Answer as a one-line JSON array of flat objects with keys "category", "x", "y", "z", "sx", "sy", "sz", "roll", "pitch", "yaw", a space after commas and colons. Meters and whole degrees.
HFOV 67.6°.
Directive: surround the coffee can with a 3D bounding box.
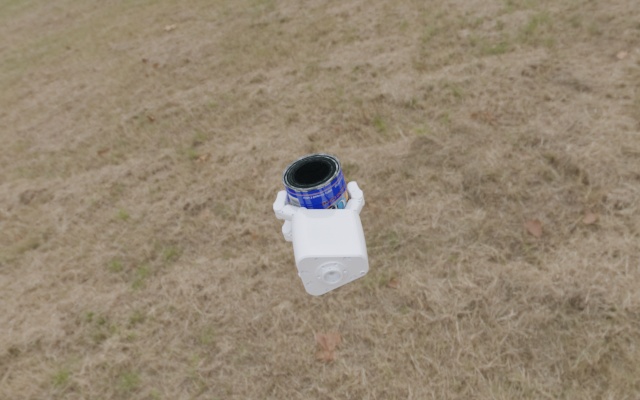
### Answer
[{"category": "coffee can", "x": 0.000, "y": 0.003, "z": 0.845, "sx": 0.103, "sy": 0.140, "sz": 0.102, "roll": -10, "pitch": 39, "yaw": 8}]
